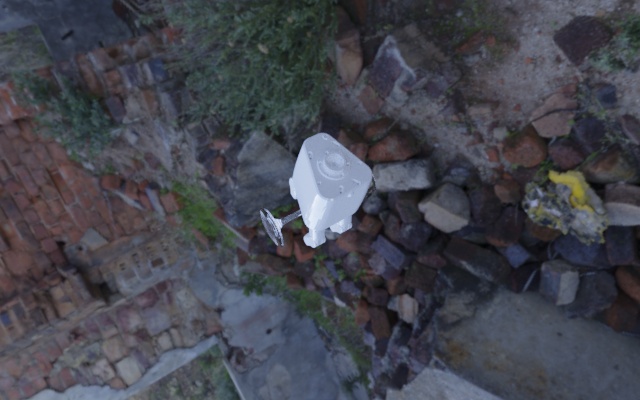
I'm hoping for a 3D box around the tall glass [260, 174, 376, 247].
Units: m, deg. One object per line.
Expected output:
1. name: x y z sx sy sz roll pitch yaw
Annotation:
1. tall glass: -0.001 0.003 0.832 0.201 0.079 0.079 -27 11 -21
